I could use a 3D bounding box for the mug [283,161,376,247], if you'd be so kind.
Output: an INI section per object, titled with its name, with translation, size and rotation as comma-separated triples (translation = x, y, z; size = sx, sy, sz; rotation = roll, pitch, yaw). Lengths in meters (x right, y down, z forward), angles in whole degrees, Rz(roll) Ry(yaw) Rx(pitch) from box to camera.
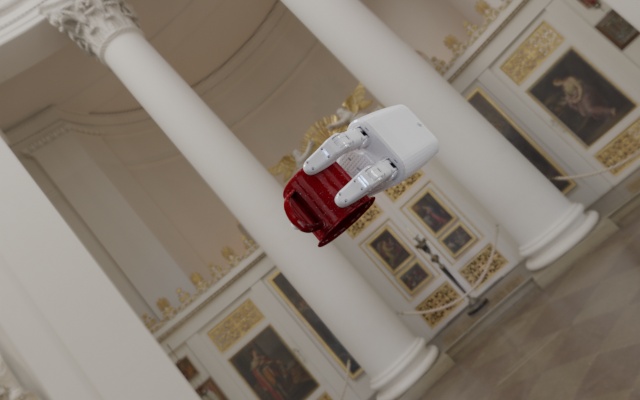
[mug]
translation = -0.001, 0.002, 0.587
size = 0.117, 0.081, 0.093
rotation = -29, -17, -46
